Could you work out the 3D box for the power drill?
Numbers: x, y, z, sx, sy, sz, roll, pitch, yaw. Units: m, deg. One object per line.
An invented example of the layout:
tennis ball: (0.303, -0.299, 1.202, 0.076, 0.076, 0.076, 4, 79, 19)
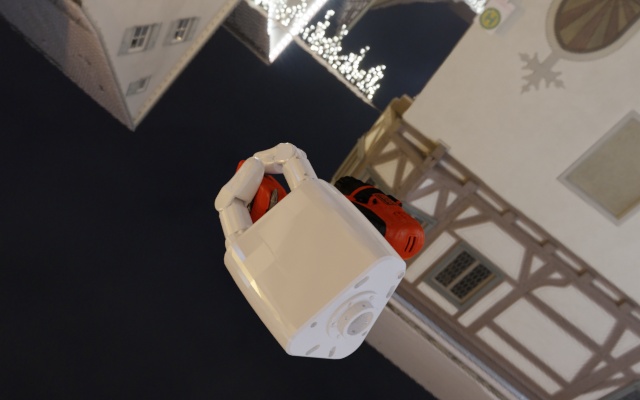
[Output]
power drill: (0.000, 0.002, 0.535, 0.187, 0.057, 0.184, 8, 16, -24)
